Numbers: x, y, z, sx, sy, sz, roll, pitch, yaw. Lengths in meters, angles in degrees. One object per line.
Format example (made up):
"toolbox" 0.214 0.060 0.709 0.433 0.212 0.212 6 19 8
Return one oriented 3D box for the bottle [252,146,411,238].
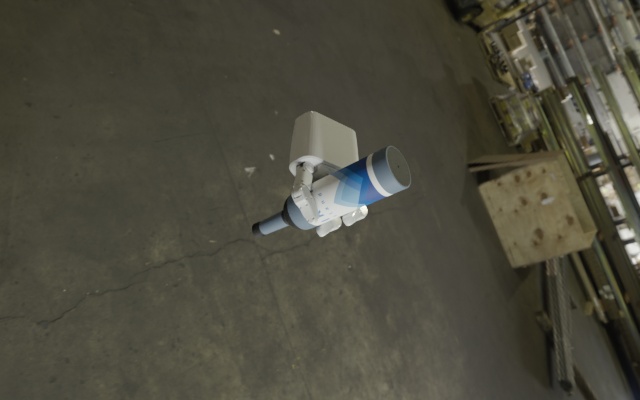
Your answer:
"bottle" 0.000 0.002 0.764 0.296 0.069 0.069 -25 -14 33
